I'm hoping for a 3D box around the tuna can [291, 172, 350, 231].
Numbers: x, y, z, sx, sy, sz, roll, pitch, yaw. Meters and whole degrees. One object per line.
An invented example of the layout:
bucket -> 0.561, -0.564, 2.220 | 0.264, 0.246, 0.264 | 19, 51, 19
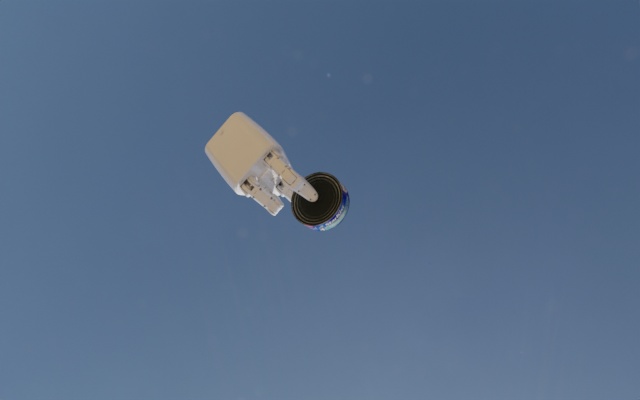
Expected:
tuna can -> 0.000, 0.003, 0.725 | 0.086, 0.086, 0.034 | 0, -20, 27
